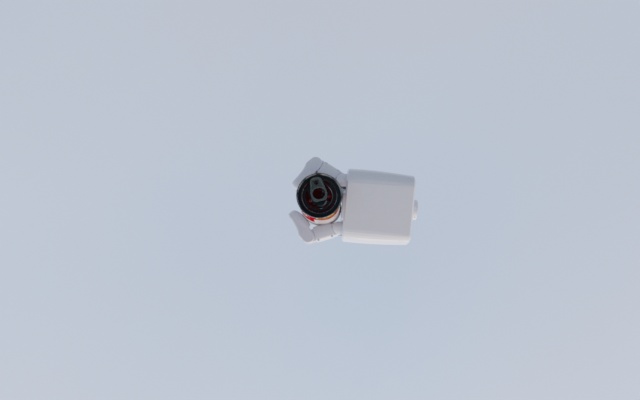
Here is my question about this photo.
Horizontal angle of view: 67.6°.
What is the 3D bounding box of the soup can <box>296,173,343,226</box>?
[{"bbox_3d":[0.000,0.003,0.742,0.068,0.068,0.102,0,-12,2],"label":"soup can"}]
